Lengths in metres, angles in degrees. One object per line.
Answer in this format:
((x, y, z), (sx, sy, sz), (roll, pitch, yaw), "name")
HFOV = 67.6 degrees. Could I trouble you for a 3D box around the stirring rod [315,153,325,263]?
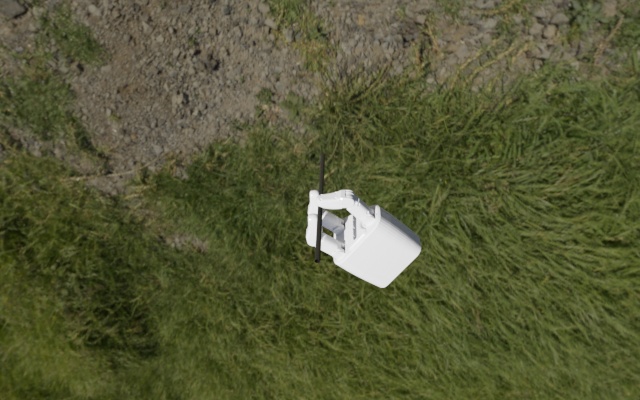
((0.000, 0.002, 0.754), (0.011, 0.011, 0.239), (0, 43, 3), "stirring rod")
